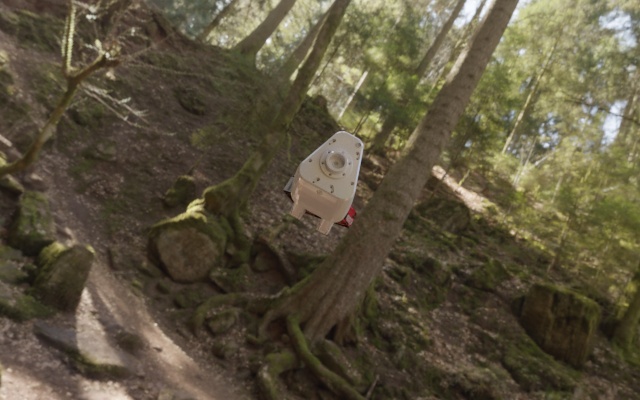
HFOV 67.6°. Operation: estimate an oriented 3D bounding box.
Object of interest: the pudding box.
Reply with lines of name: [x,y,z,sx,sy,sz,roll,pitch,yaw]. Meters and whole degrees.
pudding box: [0.000,0.003,0.865,0.113,0.039,0.090,20,-20,30]
